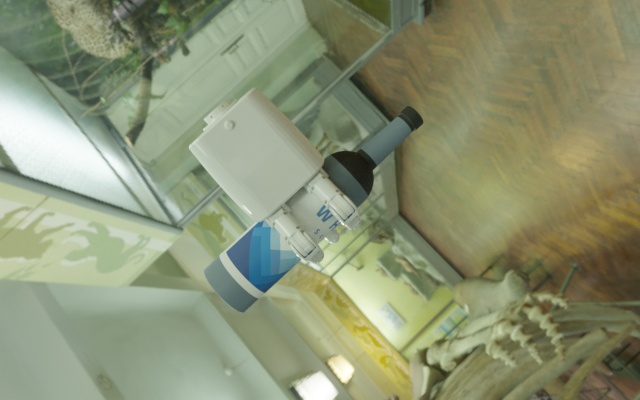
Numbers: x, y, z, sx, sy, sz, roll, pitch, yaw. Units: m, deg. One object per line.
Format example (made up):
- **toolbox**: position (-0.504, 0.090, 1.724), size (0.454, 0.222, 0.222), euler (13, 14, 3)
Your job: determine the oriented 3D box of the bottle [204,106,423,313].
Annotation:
- **bottle**: position (0.000, 0.002, 0.541), size (0.295, 0.069, 0.069), euler (-43, 1, -1)
